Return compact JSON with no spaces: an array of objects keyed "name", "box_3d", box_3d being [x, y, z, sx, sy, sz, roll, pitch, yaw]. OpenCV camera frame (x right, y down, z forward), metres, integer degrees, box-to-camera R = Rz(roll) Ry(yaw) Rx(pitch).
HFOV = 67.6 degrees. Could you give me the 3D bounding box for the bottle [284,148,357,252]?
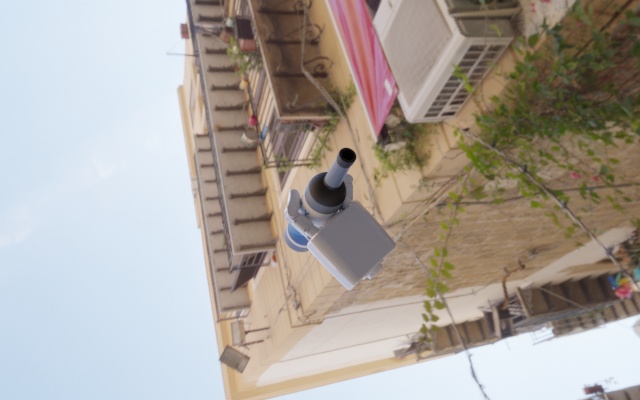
[{"name":"bottle","box_3d":[0.000,0.003,0.826,0.069,0.069,0.296,0,-28,-18]}]
